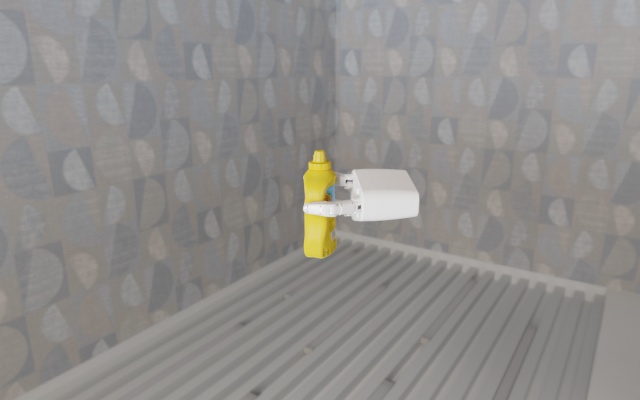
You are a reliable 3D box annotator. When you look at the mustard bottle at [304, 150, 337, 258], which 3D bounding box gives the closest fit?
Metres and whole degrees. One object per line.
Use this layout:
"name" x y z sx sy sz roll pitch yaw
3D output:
"mustard bottle" 0.000 0.003 0.884 0.058 0.192 0.096 5 16 16
